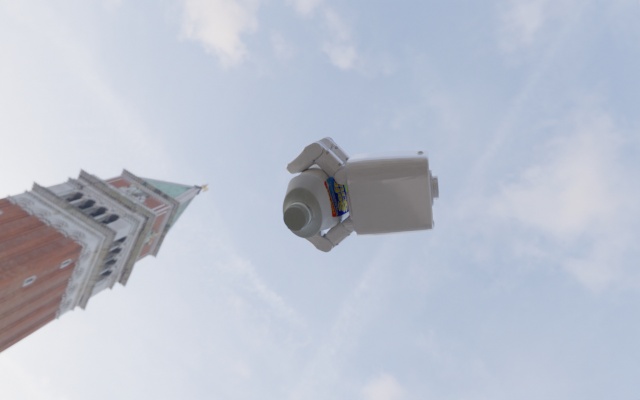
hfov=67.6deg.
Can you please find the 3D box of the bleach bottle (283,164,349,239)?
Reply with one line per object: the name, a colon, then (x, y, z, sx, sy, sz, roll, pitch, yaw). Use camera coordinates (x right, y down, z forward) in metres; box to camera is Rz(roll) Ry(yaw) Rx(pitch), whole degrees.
bleach bottle: (0.000, 0.002, 0.664, 0.068, 0.102, 0.250, -4, 12, 14)
